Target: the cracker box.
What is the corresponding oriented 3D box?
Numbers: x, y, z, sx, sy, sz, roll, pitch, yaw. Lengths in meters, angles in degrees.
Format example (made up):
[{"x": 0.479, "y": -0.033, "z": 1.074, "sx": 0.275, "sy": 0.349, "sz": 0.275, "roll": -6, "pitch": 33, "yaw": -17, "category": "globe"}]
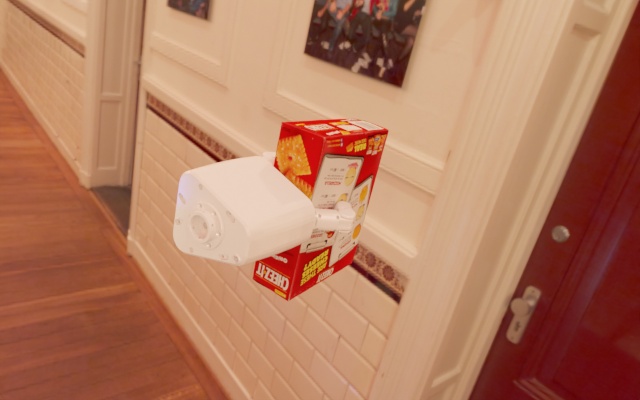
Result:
[{"x": 0.000, "y": 0.002, "z": 0.632, "sx": 0.072, "sy": 0.214, "sz": 0.164, "roll": 25, "pitch": 24, "yaw": 27, "category": "cracker box"}]
